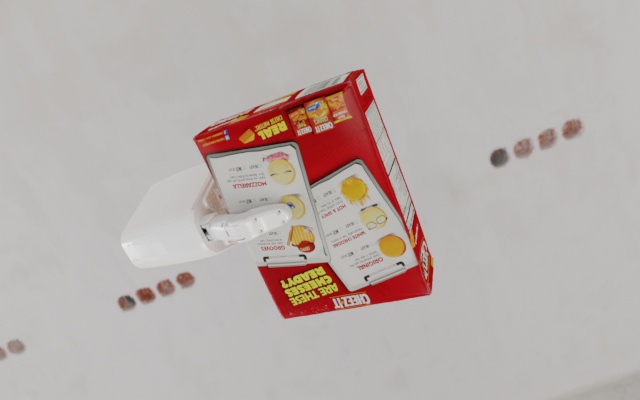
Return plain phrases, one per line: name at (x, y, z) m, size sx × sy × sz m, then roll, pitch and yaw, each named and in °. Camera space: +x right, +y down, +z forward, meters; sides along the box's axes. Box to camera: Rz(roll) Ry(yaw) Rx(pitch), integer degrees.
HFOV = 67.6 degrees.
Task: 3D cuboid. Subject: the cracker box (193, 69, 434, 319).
cracker box at (0.000, 0.001, 0.468) m, size 0.164 × 0.214 × 0.072 m, roll -15°, pitch 21°, yaw 24°
